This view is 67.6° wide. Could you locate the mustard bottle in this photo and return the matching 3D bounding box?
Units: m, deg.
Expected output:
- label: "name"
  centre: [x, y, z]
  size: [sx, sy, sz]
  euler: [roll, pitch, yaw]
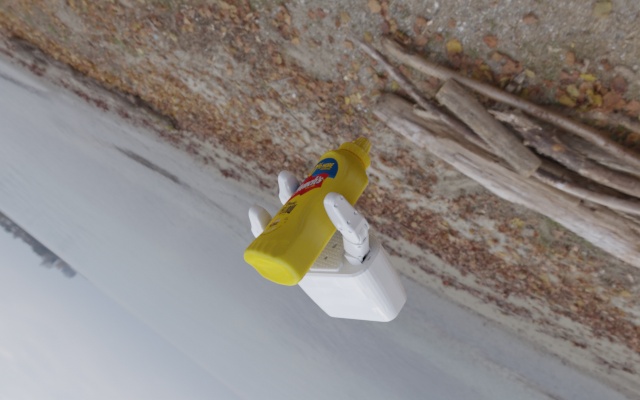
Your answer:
- label: "mustard bottle"
  centre: [0.000, 0.002, 0.524]
  size: [0.058, 0.191, 0.096]
  euler: [45, -24, -16]
